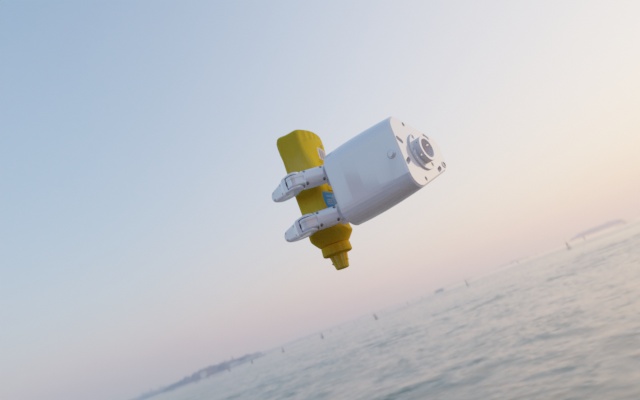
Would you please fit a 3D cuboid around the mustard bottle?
[{"bbox_3d":[0.000,0.002,0.654,0.058,0.191,0.096,-23,-15,14],"label":"mustard bottle"}]
